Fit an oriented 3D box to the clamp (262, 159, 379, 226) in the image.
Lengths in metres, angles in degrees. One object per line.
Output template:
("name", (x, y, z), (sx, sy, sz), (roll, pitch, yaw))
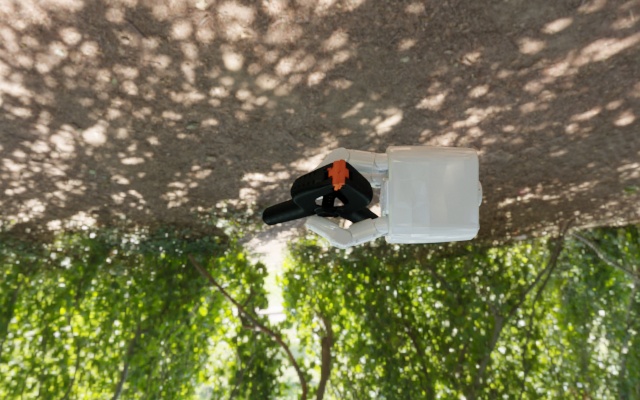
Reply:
("clamp", (0.000, 0.003, 0.582), (0.164, 0.036, 0.210), (1, -17, 2))
